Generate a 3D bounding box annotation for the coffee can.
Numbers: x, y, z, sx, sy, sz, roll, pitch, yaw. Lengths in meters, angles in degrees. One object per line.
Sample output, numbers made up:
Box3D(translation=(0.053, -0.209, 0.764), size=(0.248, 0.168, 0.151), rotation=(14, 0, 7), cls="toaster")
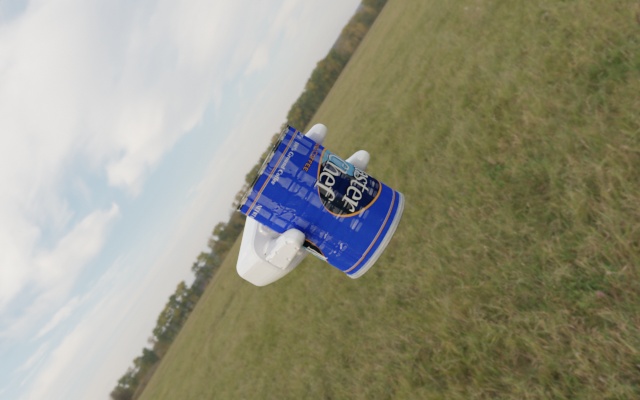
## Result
Box3D(translation=(0.000, 0.002, 0.492), size=(0.140, 0.103, 0.103), rotation=(31, -5, -8), cls="coffee can")
